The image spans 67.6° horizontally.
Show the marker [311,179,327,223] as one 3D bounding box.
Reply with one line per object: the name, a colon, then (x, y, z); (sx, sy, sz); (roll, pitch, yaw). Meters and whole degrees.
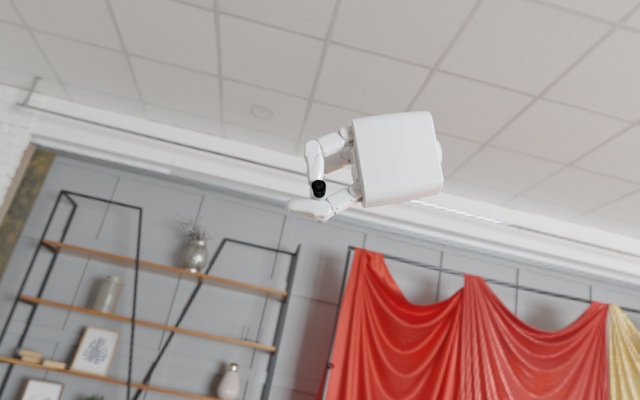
marker: (0.000, 0.002, 0.640); (0.020, 0.020, 0.121); (0, -21, 2)
